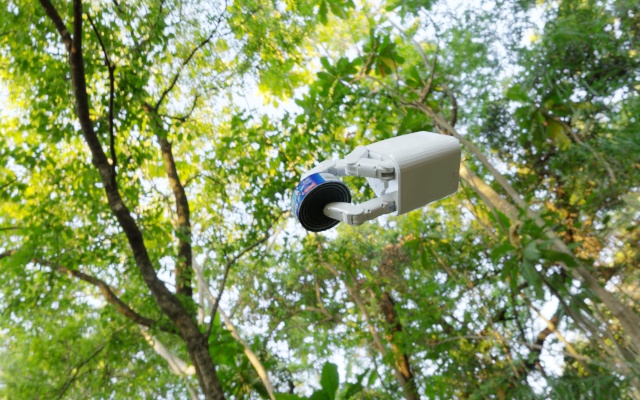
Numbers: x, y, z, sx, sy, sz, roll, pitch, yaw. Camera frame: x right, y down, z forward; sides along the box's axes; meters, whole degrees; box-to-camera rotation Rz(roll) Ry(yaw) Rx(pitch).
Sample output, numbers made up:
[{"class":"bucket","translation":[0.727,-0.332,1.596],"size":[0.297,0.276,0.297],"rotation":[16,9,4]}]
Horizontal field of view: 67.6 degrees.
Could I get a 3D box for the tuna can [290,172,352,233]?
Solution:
[{"class":"tuna can","translation":[0.000,0.002,0.691],"size":[0.086,0.086,0.033],"rotation":[0,31,-32]}]
